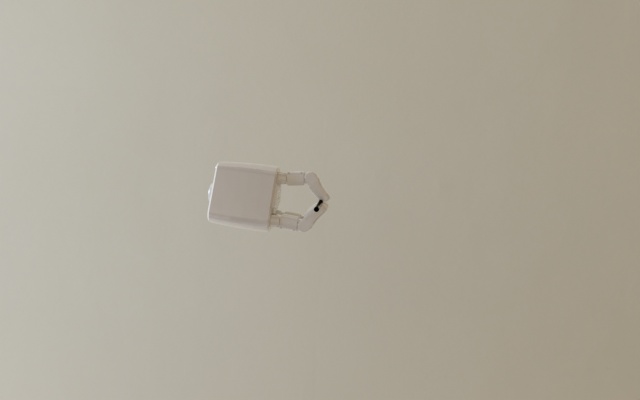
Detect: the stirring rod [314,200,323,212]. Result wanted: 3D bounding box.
[{"bbox_3d":[0.000,0.003,0.811,0.011,0.011,0.239,0,5,3],"label":"stirring rod"}]
